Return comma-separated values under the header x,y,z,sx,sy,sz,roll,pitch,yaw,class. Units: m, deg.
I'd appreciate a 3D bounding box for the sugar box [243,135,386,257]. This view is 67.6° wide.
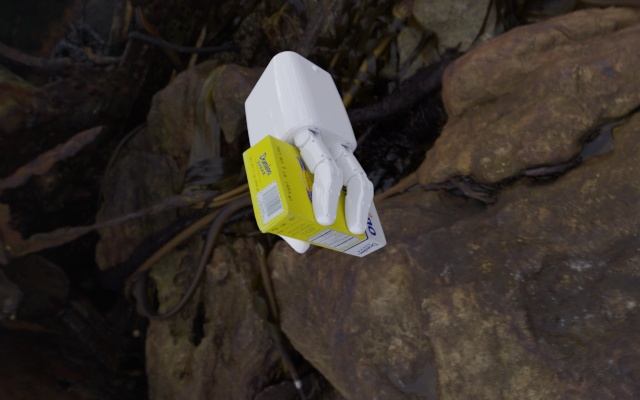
x,y,z,sx,sy,sz,roll,pitch,yaw,class
0.000,0.001,0.521,0.048,0.093,0.176,-32,-31,31,sugar box
